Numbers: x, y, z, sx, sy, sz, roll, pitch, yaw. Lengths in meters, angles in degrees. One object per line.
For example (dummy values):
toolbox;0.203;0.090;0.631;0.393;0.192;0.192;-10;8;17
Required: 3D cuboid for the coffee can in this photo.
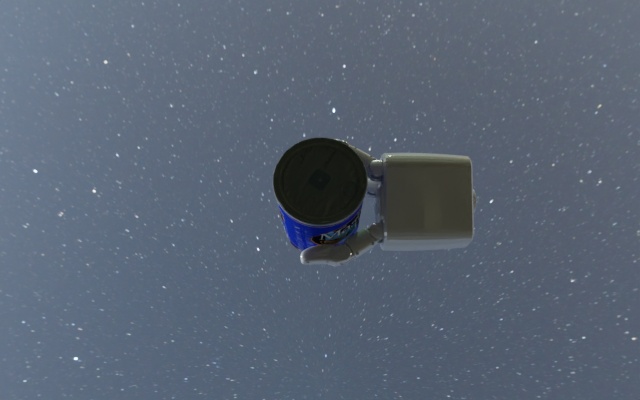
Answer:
coffee can;0.000;0.002;0.577;0.103;0.102;0.140;0;-21;0
